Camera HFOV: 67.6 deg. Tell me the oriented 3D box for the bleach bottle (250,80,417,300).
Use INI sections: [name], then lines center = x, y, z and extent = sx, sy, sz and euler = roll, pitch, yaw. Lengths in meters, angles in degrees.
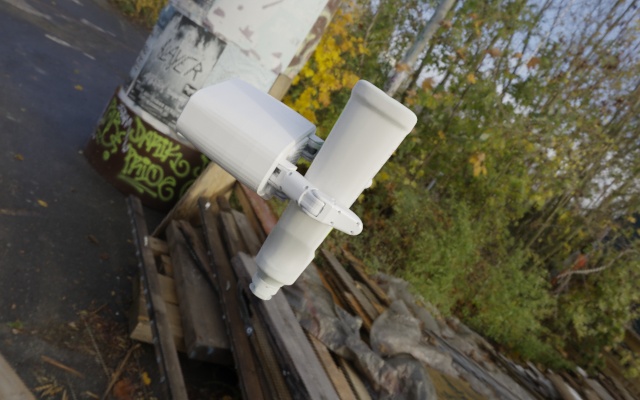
[bleach bottle]
center = 0.000, 0.002, 0.496
extent = 0.068, 0.251, 0.102
euler = 35, 13, 4
